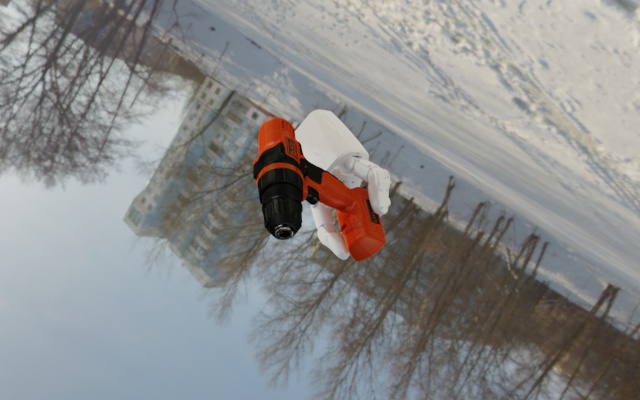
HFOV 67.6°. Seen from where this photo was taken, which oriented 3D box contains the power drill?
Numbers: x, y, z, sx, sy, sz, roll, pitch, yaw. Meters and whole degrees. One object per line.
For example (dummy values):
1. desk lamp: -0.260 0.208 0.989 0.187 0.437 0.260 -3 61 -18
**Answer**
1. power drill: 0.000 0.002 0.581 0.057 0.184 0.188 -35 -50 25
